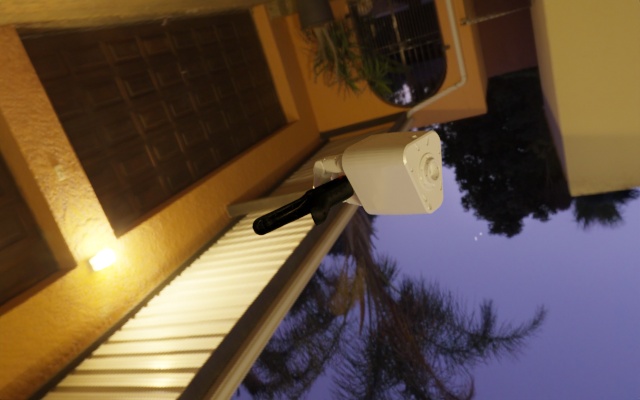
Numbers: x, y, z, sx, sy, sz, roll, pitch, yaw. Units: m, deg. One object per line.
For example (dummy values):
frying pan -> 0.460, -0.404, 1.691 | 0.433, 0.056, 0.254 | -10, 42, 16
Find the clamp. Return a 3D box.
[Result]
clamp -> 0.000, 0.003, 0.660 | 0.120, 0.039, 0.171 | -1, 24, 45
